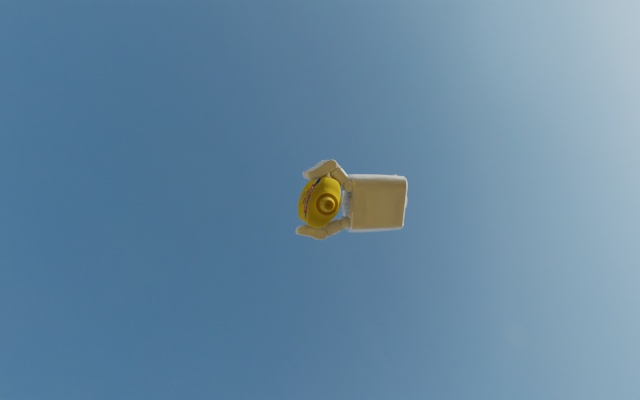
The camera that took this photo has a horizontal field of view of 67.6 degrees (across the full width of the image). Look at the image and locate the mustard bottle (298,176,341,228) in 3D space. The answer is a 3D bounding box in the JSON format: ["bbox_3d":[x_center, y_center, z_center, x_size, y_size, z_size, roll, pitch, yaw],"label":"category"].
[{"bbox_3d":[0.000,0.003,0.888,0.058,0.096,0.191,23,-1,-10],"label":"mustard bottle"}]
